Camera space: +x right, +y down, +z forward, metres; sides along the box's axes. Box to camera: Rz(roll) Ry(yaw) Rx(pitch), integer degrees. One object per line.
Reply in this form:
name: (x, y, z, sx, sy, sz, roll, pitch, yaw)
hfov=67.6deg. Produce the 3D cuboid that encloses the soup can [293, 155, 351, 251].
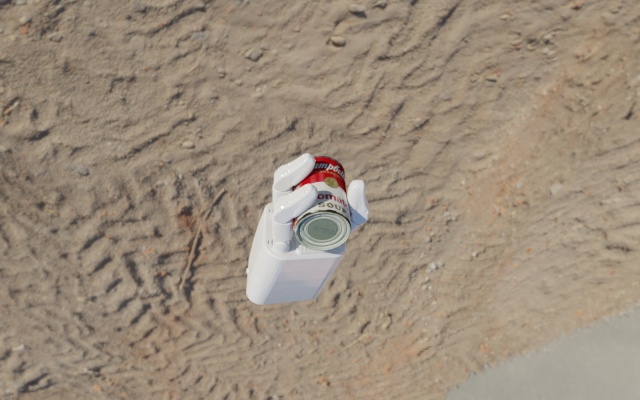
soup can: (0.000, 0.002, 0.581, 0.068, 0.069, 0.102, 0, 43, -4)
